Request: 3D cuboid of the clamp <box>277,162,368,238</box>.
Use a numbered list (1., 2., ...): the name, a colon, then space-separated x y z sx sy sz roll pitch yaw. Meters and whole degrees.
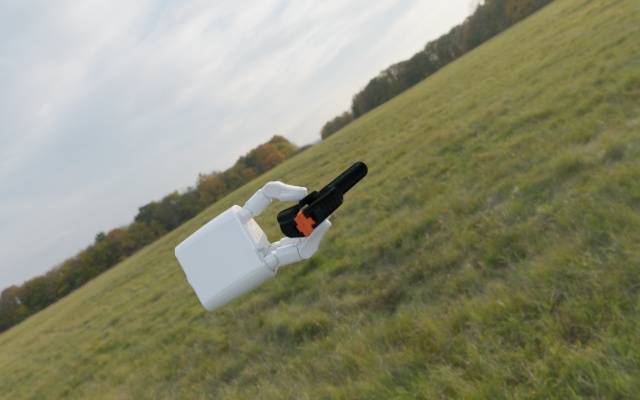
1. clamp: -0.001 0.002 0.659 0.164 0.036 0.210 -34 6 5
